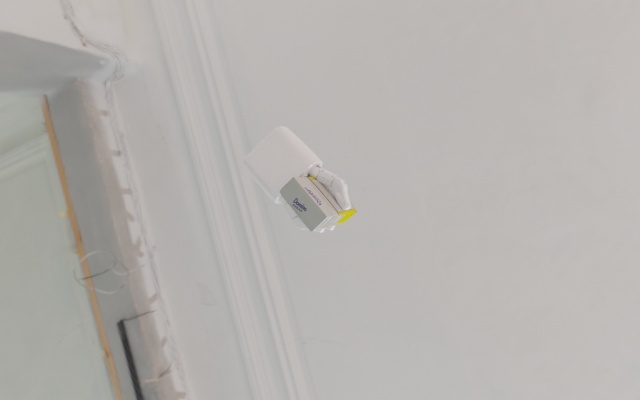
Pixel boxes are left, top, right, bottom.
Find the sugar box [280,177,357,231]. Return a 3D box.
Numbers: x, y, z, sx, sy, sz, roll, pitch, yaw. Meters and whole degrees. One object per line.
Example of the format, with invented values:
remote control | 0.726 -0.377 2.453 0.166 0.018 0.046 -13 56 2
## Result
sugar box | 0.000 0.003 0.878 0.048 0.093 0.176 -44 -13 19
